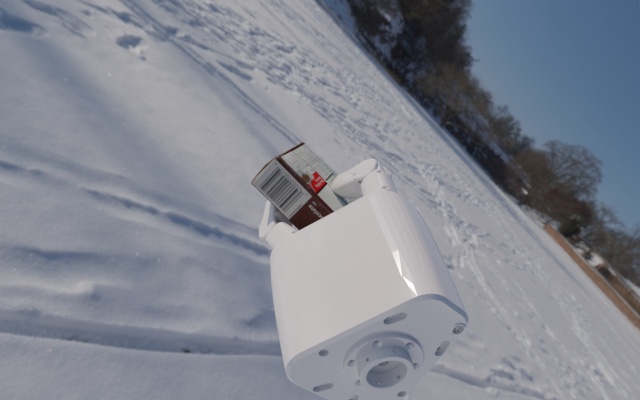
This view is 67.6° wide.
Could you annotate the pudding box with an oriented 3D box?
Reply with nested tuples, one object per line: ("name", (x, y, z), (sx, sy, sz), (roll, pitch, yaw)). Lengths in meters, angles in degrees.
("pudding box", (0.000, 0.001, 0.444), (0.039, 0.113, 0.090), (-43, 2, 19))
